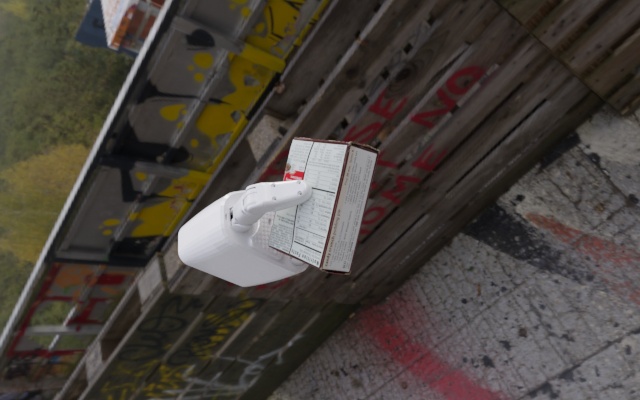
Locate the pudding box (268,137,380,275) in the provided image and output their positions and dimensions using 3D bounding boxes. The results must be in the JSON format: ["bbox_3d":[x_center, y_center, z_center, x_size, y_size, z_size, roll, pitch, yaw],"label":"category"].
[{"bbox_3d":[0.000,0.001,0.434,0.039,0.113,0.090,10,3,-38],"label":"pudding box"}]
